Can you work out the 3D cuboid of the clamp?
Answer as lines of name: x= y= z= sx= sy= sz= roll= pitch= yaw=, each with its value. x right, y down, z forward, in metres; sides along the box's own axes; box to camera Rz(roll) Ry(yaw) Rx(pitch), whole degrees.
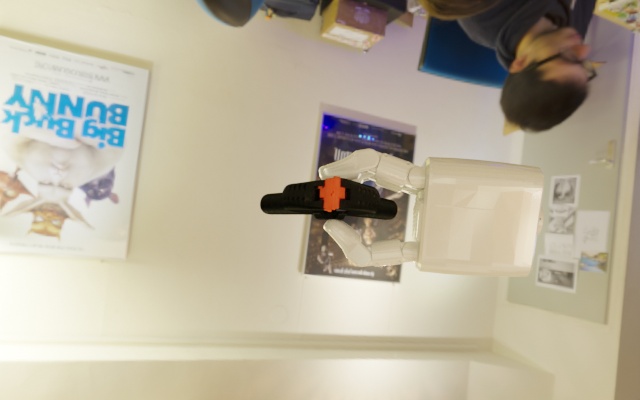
clamp: x=0.000 y=0.002 z=0.492 sx=0.164 sy=0.036 sz=0.210 roll=1 pitch=-4 yaw=7
